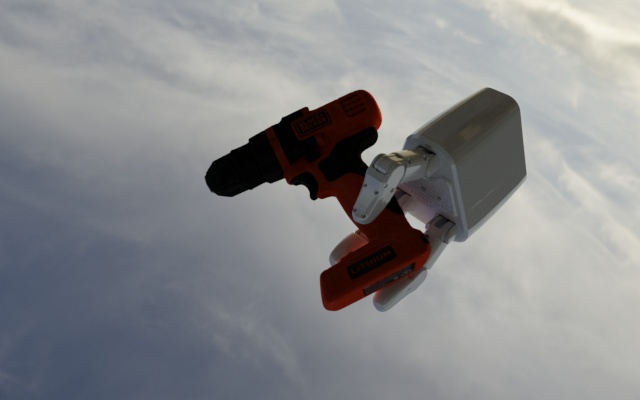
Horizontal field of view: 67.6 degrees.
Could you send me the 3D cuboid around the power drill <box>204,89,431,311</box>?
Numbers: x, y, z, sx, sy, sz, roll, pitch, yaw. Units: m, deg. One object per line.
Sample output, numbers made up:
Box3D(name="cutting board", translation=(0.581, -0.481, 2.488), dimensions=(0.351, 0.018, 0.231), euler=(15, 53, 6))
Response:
Box3D(name="power drill", translation=(0.001, 0.002, 0.443), dimensions=(0.184, 0.187, 0.057), euler=(-27, -21, 1))
